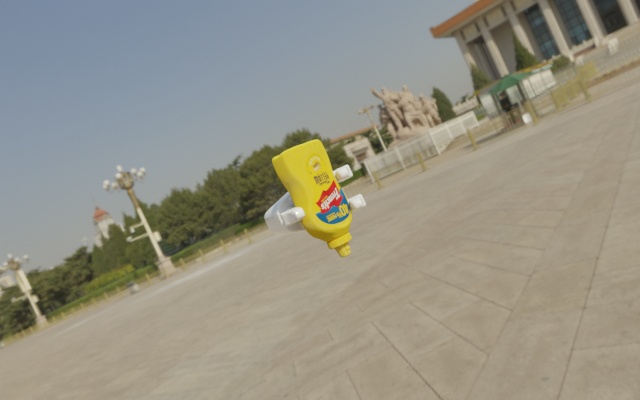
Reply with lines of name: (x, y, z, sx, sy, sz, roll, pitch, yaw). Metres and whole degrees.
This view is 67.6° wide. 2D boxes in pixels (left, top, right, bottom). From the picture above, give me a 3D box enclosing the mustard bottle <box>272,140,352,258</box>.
mustard bottle: (0.000, 0.002, 0.769, 0.058, 0.191, 0.096, -23, 2, 43)
